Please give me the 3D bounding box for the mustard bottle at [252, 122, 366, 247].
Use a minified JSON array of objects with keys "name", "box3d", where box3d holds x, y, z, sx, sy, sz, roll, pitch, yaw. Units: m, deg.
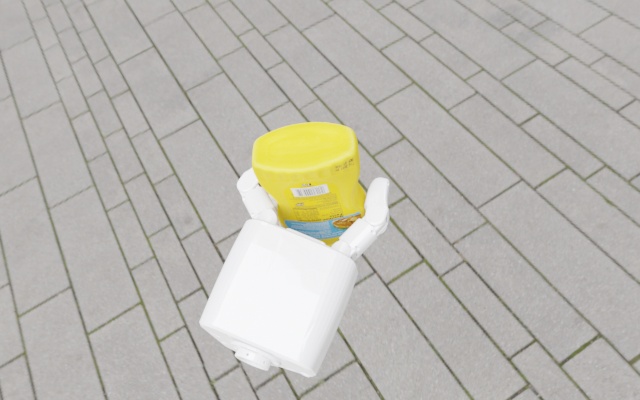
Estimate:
[{"name":"mustard bottle","box3d":[0.000,0.001,0.497,0.096,0.058,0.192,-8,-33,7]}]
